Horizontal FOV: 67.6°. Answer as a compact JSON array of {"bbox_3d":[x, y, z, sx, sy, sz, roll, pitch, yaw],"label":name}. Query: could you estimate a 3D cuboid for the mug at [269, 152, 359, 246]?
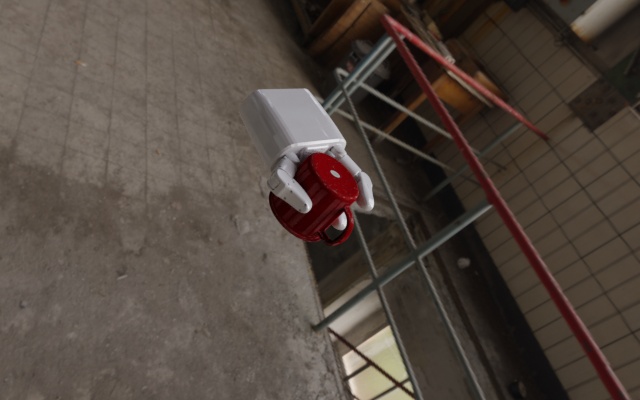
[{"bbox_3d":[0.001,0.003,0.608,0.081,0.117,0.093,-45,-26,29],"label":"mug"}]
